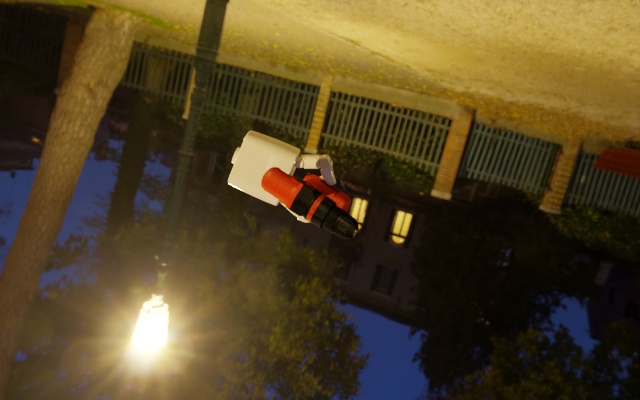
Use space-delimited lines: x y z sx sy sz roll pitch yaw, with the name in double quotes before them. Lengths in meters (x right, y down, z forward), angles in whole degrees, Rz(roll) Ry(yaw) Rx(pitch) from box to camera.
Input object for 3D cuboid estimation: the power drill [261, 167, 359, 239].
"power drill" 0.000 0.003 0.856 0.184 0.057 0.187 34 8 11
